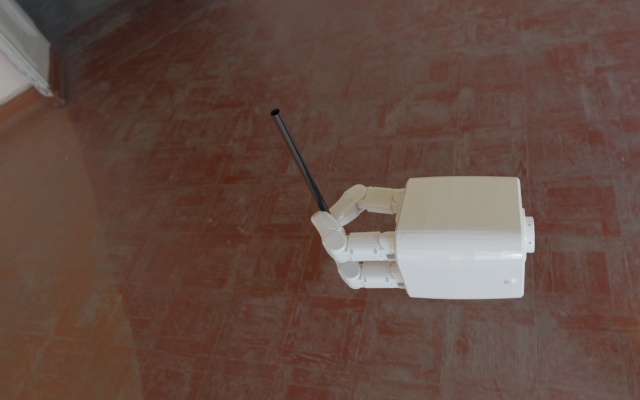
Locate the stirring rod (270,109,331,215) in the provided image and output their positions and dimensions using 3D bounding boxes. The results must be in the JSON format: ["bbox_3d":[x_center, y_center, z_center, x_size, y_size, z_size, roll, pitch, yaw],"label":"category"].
[{"bbox_3d":[0.000,0.002,0.468,0.011,0.011,0.240,0,-36,22],"label":"stirring rod"}]
